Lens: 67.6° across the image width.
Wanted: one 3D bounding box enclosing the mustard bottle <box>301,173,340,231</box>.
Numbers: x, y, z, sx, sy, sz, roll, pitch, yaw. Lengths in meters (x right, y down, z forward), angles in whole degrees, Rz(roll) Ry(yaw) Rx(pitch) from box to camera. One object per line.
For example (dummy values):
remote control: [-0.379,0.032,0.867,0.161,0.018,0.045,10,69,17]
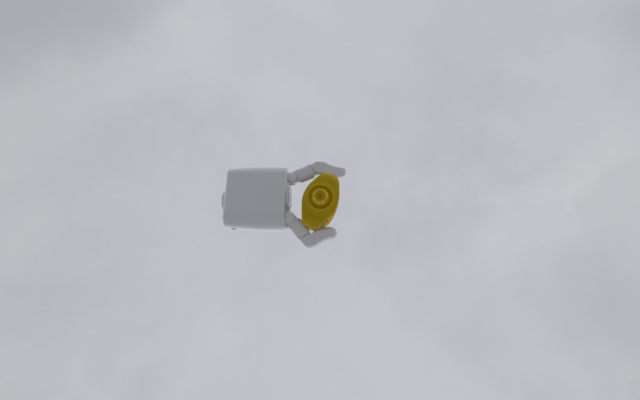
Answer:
mustard bottle: [0.000,0.003,0.814,0.058,0.096,0.191,25,-6,4]
